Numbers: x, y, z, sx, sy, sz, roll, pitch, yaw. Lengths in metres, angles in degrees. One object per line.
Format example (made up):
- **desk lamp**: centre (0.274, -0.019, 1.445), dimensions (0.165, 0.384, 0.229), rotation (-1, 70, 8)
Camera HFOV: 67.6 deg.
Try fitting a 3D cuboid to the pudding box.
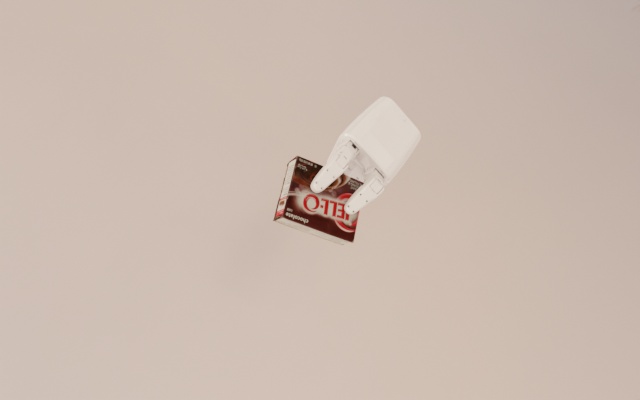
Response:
- **pudding box**: centre (0.000, 0.002, 0.655), dimensions (0.113, 0.090, 0.039), rotation (20, -21, -21)
